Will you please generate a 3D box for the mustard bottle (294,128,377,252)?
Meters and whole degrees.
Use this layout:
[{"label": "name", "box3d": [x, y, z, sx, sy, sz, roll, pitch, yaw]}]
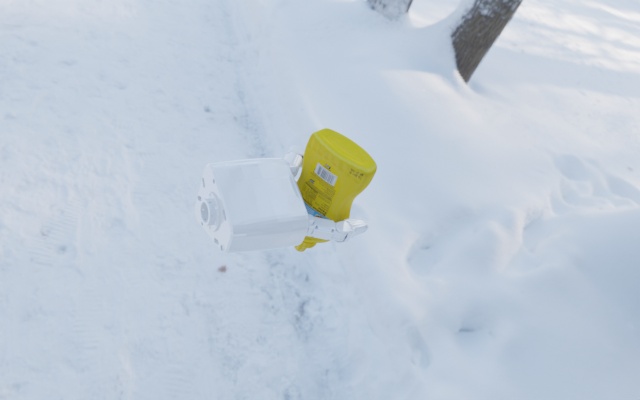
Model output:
[{"label": "mustard bottle", "box3d": [0.000, 0.002, 0.666, 0.096, 0.192, 0.058, 37, 38, 16]}]
